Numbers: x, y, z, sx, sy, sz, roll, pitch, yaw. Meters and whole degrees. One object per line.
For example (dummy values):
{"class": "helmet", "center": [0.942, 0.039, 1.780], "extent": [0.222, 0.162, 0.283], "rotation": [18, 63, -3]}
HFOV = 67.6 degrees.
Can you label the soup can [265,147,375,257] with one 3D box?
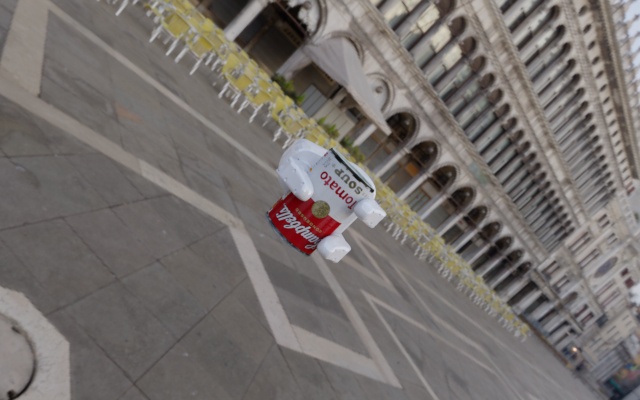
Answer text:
{"class": "soup can", "center": [0.000, 0.002, 0.514], "extent": [0.102, 0.068, 0.068], "rotation": [-45, -8, 9]}
